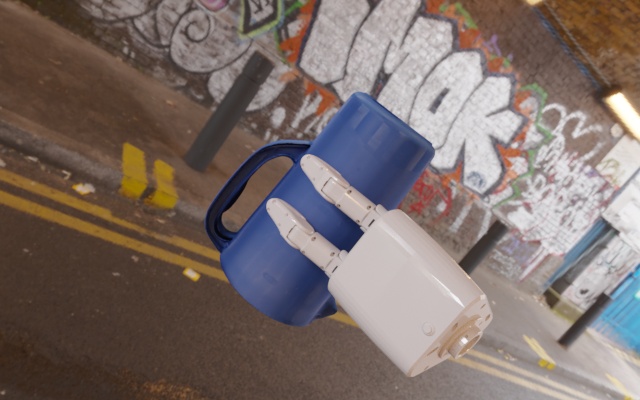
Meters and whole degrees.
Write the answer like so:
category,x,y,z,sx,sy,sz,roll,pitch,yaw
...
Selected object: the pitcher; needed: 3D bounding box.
category,x,y,z,sx,sy,sz,roll,pitch,yaw
pitcher,0.000,0.002,0.519,0.149,0.243,0.145,21,22,-51
